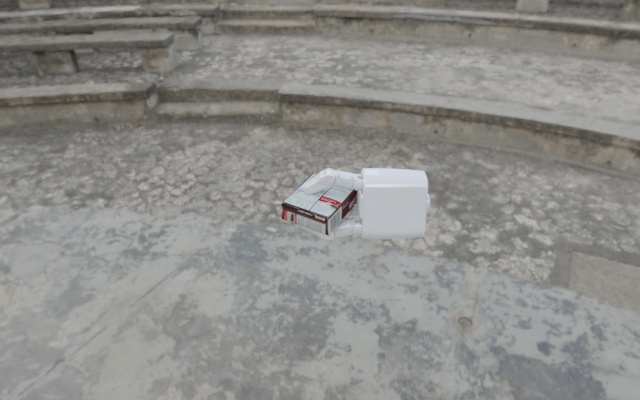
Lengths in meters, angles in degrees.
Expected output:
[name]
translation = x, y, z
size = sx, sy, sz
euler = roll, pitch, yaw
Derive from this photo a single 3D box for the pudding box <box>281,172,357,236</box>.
[pudding box]
translation = 0.000, 0.003, 0.806
size = 0.090, 0.039, 0.113
euler = 18, 37, 23
